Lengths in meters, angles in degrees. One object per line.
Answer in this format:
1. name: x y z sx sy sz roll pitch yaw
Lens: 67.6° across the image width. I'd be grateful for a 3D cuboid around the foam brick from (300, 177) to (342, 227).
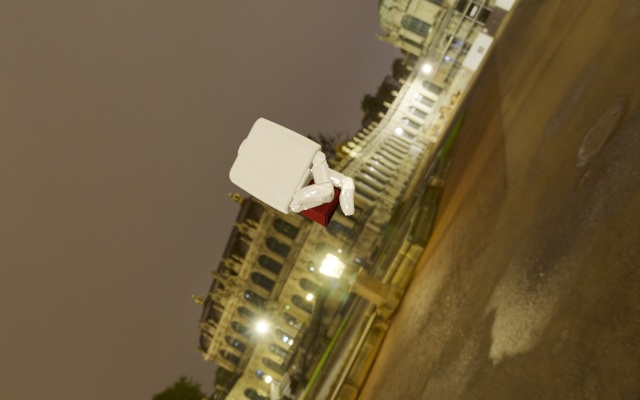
1. foam brick: 0.000 0.003 0.785 0.051 0.053 0.078 28 -14 7
